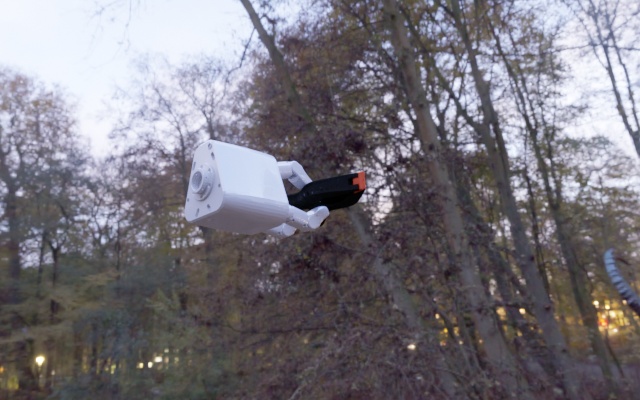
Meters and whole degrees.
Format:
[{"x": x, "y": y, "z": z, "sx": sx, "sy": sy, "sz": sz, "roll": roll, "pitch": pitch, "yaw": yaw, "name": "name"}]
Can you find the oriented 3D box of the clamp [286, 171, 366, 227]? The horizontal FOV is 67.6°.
[{"x": 0.000, "y": 0.002, "z": 0.756, "sx": 0.210, "sy": 0.036, "sz": 0.164, "roll": -20, "pitch": -23, "yaw": 40, "name": "clamp"}]
